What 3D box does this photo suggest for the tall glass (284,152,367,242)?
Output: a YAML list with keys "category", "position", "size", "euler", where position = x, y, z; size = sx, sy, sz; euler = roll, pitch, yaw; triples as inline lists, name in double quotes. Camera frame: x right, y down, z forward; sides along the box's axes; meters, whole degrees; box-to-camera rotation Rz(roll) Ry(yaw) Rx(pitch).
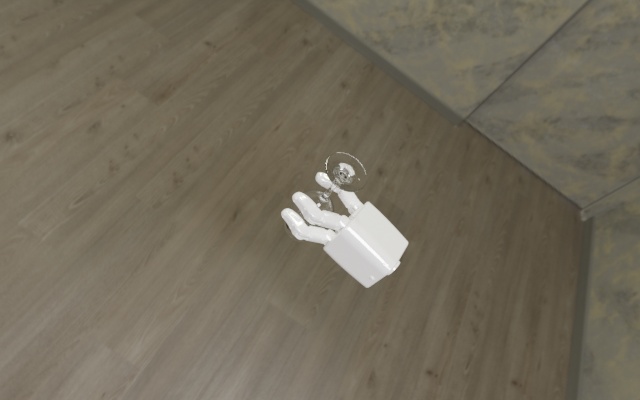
- category: "tall glass"
  position: [0.000, 0.002, 0.834]
  size: [0.079, 0.079, 0.201]
  euler: [0, -29, -28]
